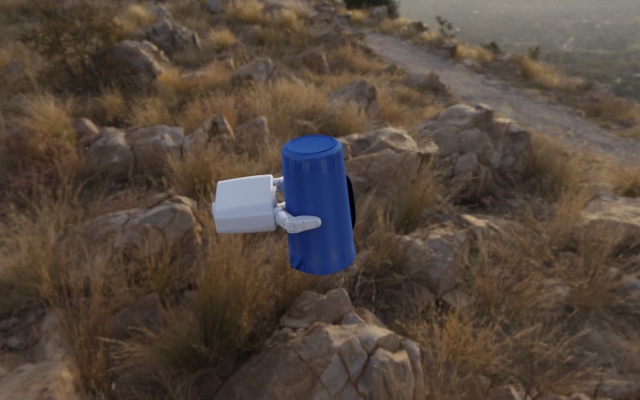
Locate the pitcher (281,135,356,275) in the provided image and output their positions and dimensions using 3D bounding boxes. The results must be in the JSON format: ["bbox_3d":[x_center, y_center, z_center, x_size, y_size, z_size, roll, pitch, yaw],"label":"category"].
[{"bbox_3d":[0.000,0.003,0.896,0.145,0.243,0.149,-6,28,-2],"label":"pitcher"}]
